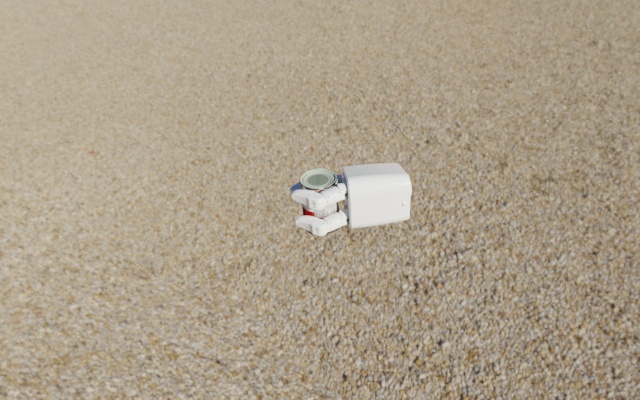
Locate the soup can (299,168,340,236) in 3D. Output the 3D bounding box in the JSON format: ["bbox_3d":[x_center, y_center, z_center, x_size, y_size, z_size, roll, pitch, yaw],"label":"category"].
[{"bbox_3d":[0.000,0.003,0.847,0.068,0.102,0.068,-4,36,3],"label":"soup can"}]
